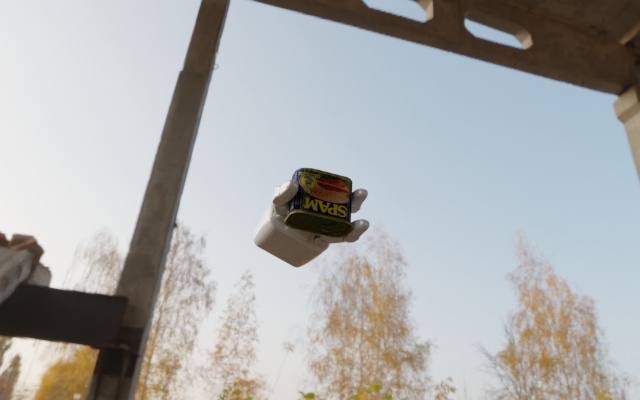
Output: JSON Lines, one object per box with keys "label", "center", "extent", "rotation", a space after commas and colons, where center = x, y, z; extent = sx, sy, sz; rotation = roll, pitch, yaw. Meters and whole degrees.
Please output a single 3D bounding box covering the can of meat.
{"label": "can of meat", "center": [0.000, 0.002, 0.743], "extent": [0.102, 0.084, 0.057], "rotation": [14, -31, -16]}
